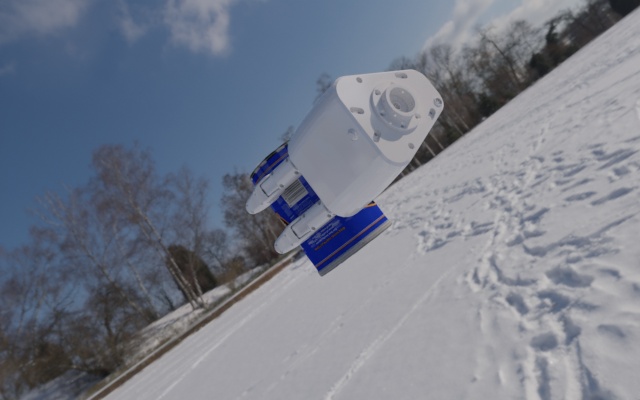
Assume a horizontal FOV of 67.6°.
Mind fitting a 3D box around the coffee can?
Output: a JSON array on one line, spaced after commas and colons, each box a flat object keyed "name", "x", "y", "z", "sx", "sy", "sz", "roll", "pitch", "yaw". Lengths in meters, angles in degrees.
[{"name": "coffee can", "x": 0.000, "y": 0.002, "z": 0.555, "sx": 0.103, "sy": 0.140, "sz": 0.103, "roll": -37, "pitch": -6, "yaw": -4}]
